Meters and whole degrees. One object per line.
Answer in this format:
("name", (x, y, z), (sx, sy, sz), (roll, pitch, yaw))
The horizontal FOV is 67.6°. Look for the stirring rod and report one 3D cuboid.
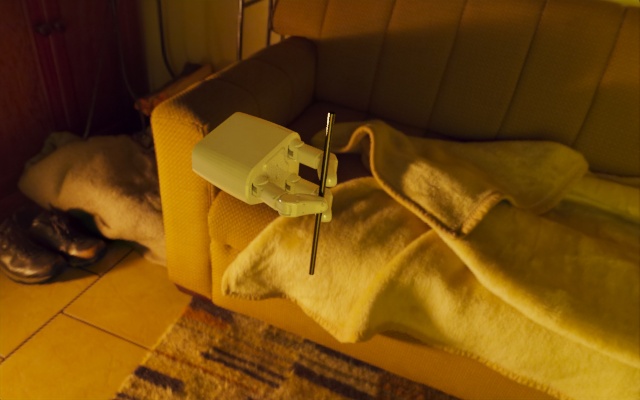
("stirring rod", (0.000, 0.002, 0.596), (0.011, 0.240, 0.011), (5, 34, -3))
